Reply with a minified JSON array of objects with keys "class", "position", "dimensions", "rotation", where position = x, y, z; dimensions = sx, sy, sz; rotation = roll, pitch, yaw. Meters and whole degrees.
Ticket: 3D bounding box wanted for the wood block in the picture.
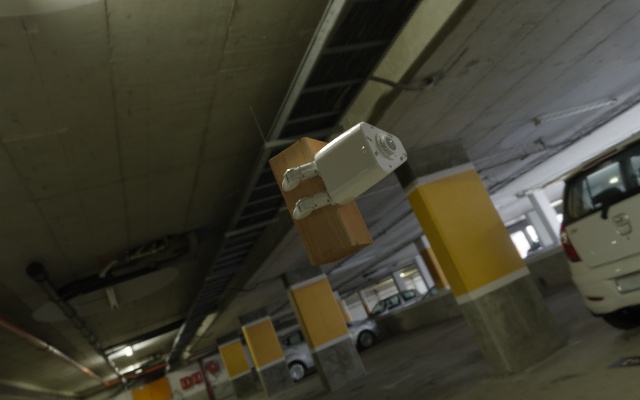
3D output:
[{"class":"wood block","position":[0.001,0.002,0.854],"dimensions":[0.090,0.206,0.091],"rotation":[-30,-16,26]}]
